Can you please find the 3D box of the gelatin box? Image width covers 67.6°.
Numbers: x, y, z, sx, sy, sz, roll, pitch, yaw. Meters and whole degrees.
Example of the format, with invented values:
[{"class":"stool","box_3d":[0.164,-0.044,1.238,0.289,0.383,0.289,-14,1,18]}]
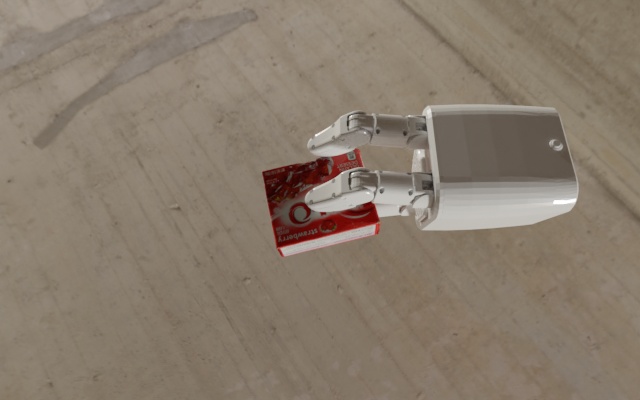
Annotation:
[{"class":"gelatin box","box_3d":[0.000,0.002,0.410,0.089,0.073,0.030,-14,-24,0]}]
